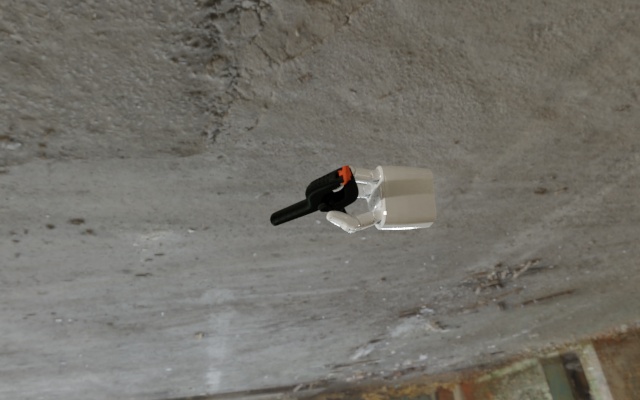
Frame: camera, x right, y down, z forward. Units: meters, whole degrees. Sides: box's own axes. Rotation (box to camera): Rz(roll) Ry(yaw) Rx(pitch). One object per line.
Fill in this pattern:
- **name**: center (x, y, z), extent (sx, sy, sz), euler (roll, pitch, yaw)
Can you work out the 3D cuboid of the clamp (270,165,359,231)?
- **clamp**: center (0.001, 0.003, 0.860), extent (0.164, 0.036, 0.210), euler (1, -28, -13)
